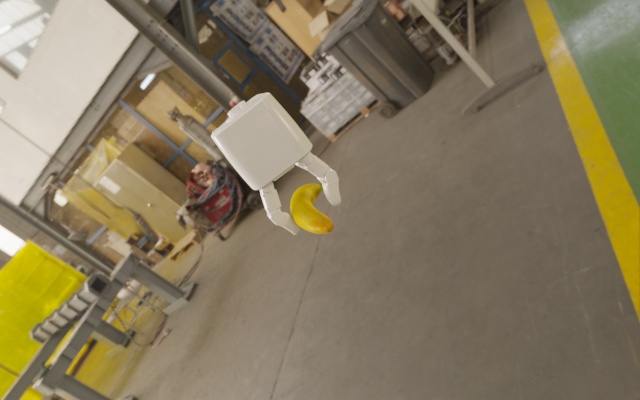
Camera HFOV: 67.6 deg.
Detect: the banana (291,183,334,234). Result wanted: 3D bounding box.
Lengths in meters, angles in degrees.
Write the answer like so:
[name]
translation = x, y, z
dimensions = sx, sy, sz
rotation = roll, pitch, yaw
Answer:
[banana]
translation = -0.017, 0.009, 0.773
dimensions = 0.069, 0.037, 0.197
rotation = -25, 22, 10
